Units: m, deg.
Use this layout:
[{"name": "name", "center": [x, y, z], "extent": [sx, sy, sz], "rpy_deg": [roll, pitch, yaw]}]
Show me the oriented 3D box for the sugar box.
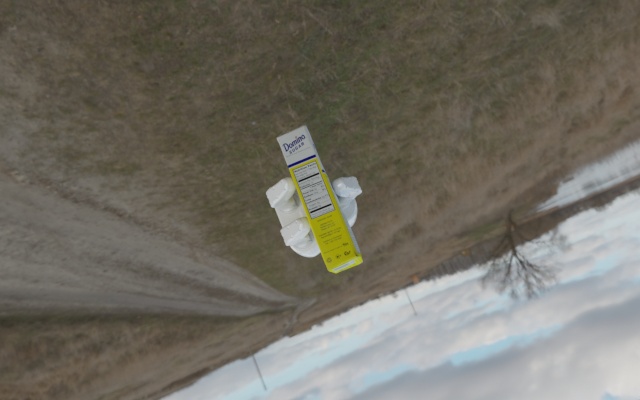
[{"name": "sugar box", "center": [0.000, 0.002, 0.606], "extent": [0.048, 0.176, 0.093], "rpy_deg": [-25, -13, 2]}]
